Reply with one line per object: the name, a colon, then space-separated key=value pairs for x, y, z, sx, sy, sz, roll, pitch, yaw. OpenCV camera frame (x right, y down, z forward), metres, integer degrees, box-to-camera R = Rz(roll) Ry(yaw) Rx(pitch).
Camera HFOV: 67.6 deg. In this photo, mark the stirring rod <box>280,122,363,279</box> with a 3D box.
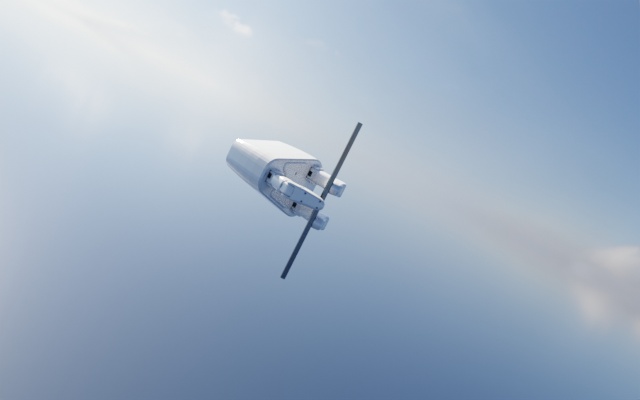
stirring rod: x=0.000 y=0.002 z=0.658 sx=0.011 sy=0.239 sz=0.011 roll=26 pitch=7 yaw=-3
